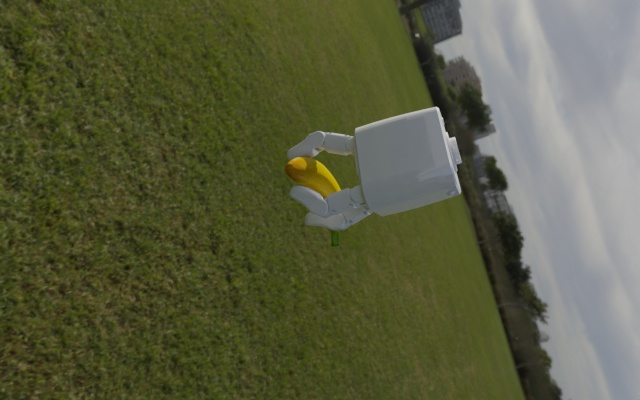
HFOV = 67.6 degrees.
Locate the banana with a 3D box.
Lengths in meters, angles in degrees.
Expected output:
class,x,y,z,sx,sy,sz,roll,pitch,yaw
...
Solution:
class,x,y,z,sx,sy,sz,roll,pitch,yaw
banana,0.002,-0.011,0.667,0.037,0.069,0.198,-11,-37,18
